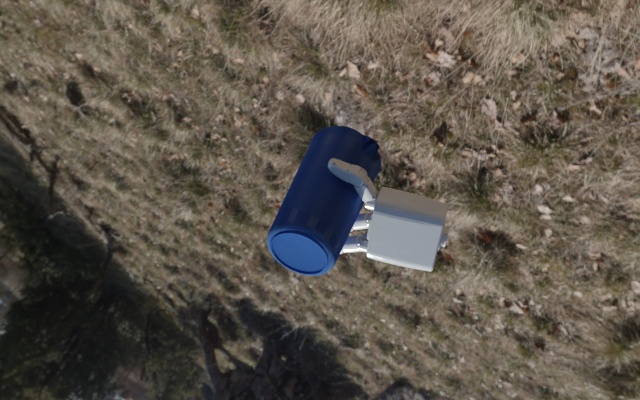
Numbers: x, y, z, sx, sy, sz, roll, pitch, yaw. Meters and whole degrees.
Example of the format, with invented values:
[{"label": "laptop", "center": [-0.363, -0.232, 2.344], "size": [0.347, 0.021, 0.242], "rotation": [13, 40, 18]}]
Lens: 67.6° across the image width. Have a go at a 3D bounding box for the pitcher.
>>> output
[{"label": "pitcher", "center": [0.000, 0.003, 0.776], "size": [0.145, 0.149, 0.242], "rotation": [14, 45, 13]}]
